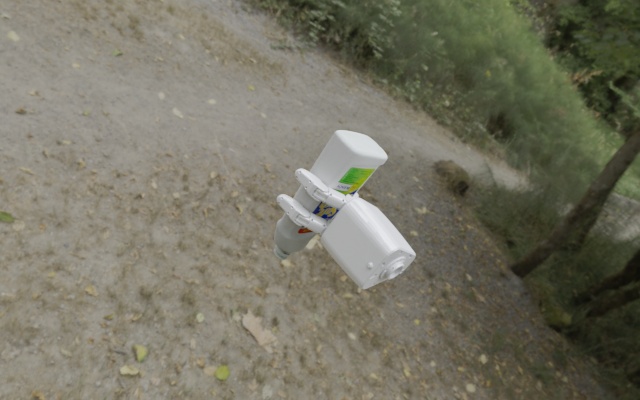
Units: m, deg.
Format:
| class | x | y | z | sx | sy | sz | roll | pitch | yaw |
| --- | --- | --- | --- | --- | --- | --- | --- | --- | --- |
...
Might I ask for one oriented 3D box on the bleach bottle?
| class | x | y | z | sx | sy | sz | roll | pitch | yaw |
| --- | --- | --- | --- | --- | --- | --- | --- | --- | --- |
| bleach bottle | 0.000 | 0.003 | 0.796 | 0.102 | 0.251 | 0.068 | 2 | 41 | -49 |
